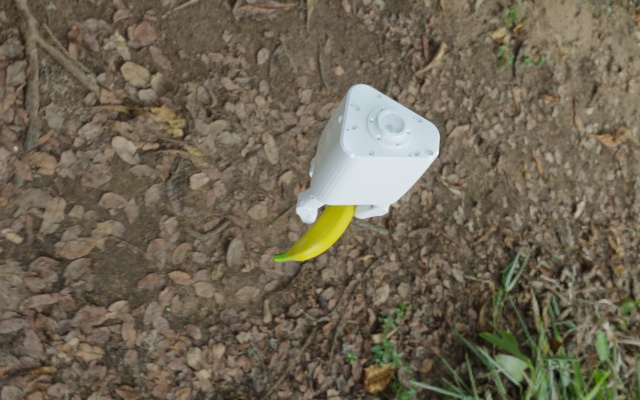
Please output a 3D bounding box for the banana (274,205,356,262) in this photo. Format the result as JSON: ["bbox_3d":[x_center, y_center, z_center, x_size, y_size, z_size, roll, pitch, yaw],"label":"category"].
[{"bbox_3d":[0.014,0.011,0.656,0.069,0.197,0.037,23,-28,25],"label":"banana"}]
